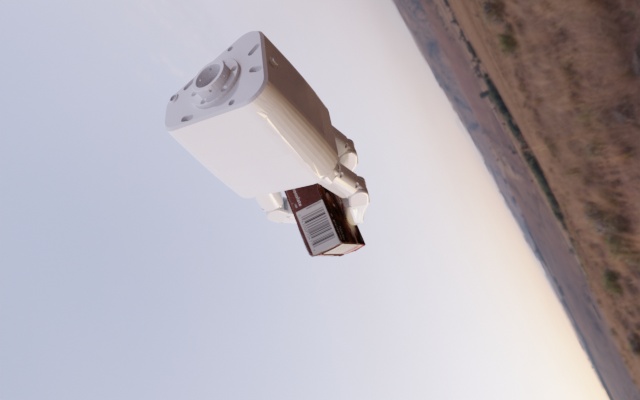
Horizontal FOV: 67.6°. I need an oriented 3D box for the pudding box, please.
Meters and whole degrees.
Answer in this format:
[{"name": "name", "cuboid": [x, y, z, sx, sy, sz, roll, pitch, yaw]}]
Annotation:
[{"name": "pudding box", "cuboid": [0.000, 0.002, 0.496, 0.039, 0.113, 0.090, -25, -13, 17]}]
